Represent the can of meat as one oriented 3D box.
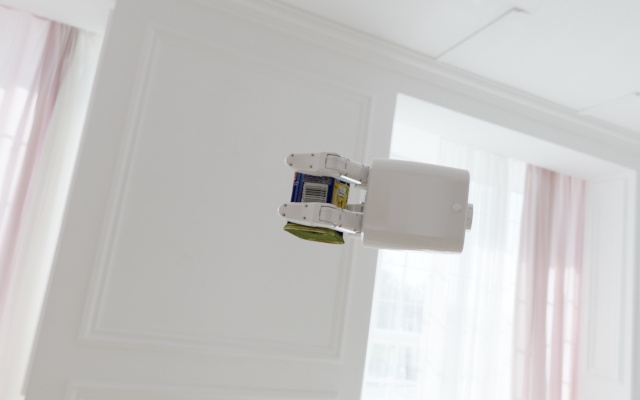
[{"bbox_3d":[0.000,0.002,0.555,0.057,0.084,0.102,6,-11,14],"label":"can of meat"}]
